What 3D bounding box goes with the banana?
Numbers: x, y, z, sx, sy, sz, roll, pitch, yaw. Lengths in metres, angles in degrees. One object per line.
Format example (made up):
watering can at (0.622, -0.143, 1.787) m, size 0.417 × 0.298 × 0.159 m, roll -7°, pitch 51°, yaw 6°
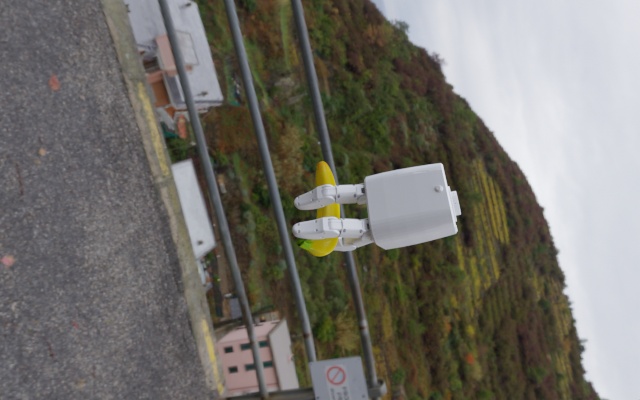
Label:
banana at (0.006, 0.019, 0.707) m, size 0.037 × 0.070 × 0.197 m, roll -12°, pitch 34°, yaw 16°
